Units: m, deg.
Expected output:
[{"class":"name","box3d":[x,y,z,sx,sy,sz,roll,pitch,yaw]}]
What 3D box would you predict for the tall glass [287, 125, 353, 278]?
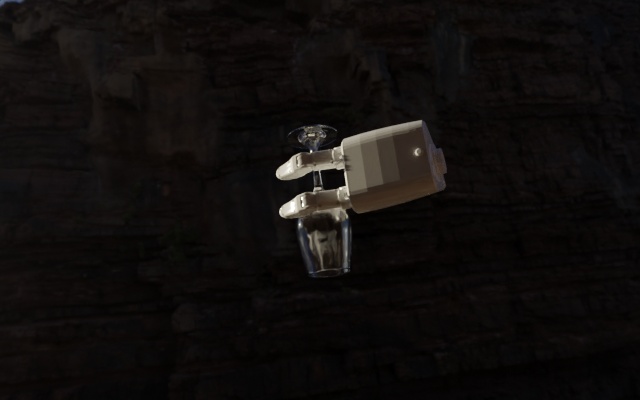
[{"class":"tall glass","box3d":[0.000,0.002,0.659,0.079,0.201,0.079,-6,-17,-2]}]
